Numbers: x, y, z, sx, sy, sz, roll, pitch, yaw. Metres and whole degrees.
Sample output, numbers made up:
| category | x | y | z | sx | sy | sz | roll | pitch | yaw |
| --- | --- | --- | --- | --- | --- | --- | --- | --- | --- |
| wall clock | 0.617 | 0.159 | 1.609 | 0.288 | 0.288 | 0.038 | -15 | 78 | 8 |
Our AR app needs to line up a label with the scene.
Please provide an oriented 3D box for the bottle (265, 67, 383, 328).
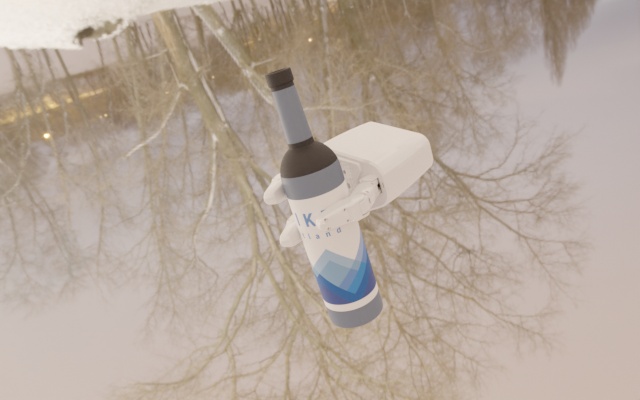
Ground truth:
| category | x | y | z | sx | sy | sz | roll | pitch | yaw |
| --- | --- | --- | --- | --- | --- | --- | --- | --- | --- |
| bottle | 0.000 | 0.002 | 0.529 | 0.069 | 0.296 | 0.069 | -16 | 19 | 6 |
